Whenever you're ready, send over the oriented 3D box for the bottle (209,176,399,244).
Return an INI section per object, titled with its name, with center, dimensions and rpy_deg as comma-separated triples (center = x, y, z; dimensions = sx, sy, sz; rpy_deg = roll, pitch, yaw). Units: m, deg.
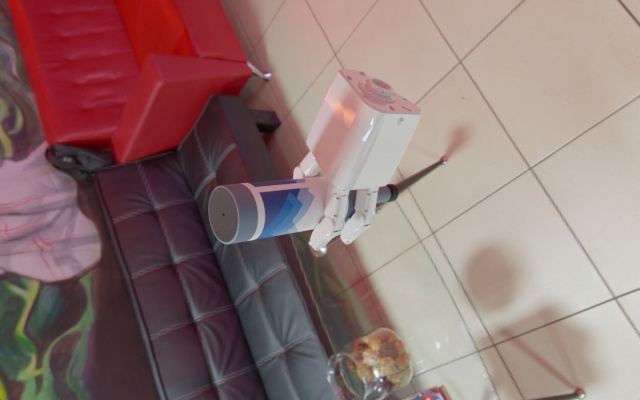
[bottle]
center = 0.000, 0.002, 0.630
dimensions = 0.295, 0.069, 0.069
rpy_deg = -7, 5, -42
